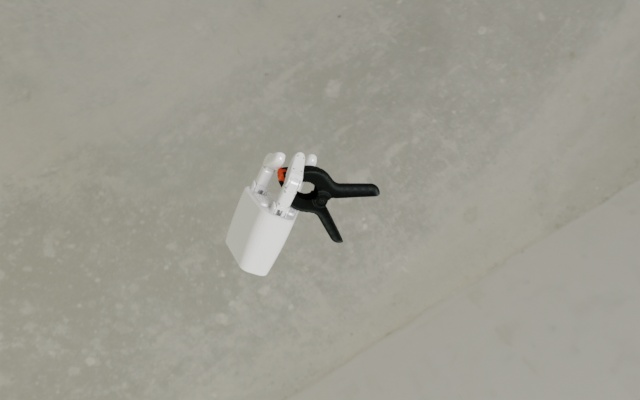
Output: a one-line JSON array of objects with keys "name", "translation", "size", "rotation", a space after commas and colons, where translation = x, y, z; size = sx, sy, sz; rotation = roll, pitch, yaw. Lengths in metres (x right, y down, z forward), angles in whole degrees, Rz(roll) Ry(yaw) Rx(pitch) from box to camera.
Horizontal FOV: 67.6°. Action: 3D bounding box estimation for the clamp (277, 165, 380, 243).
[{"name": "clamp", "translation": [0.000, 0.003, 0.779], "size": [0.171, 0.120, 0.039], "rotation": [20, 16, -19]}]
